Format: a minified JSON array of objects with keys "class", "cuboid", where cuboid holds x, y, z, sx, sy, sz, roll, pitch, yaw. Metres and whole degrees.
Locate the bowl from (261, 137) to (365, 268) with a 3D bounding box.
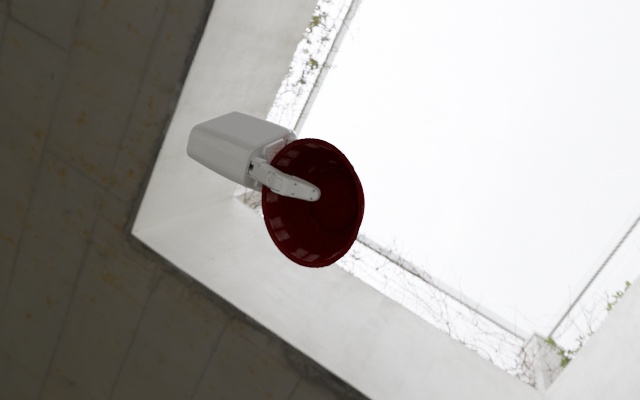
[{"class":"bowl","cuboid":[0.001,0.003,0.608,0.162,0.162,0.055,0,3,38]}]
